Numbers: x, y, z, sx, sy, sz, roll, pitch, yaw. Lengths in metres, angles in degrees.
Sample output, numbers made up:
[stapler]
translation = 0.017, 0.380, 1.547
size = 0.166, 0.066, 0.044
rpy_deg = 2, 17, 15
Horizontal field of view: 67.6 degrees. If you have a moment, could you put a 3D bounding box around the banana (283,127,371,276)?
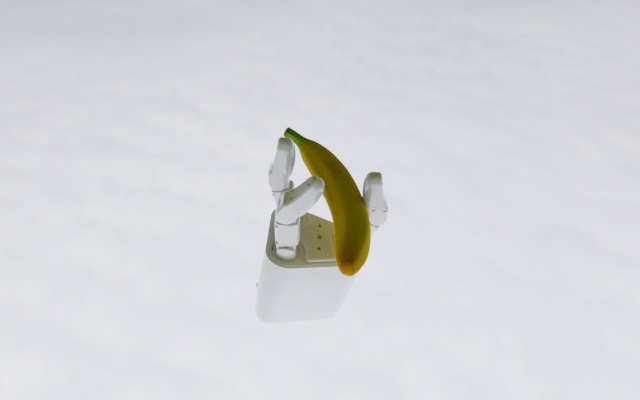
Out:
[banana]
translation = 0.015, 0.001, 0.493
size = 0.069, 0.037, 0.197
rpy_deg = 6, 42, -32
